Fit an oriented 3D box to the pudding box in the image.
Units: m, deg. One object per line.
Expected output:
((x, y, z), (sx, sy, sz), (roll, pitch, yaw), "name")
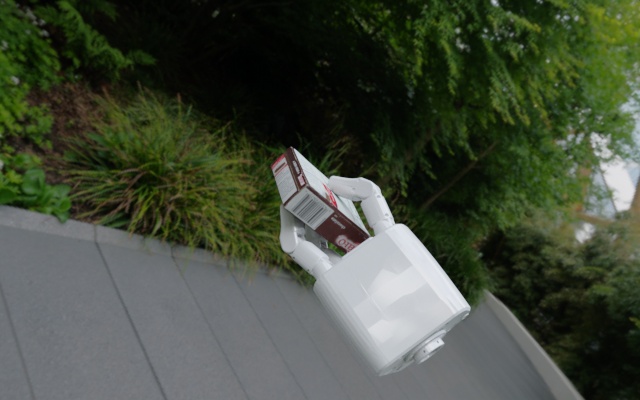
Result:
((0.000, 0.002, 0.539), (0.113, 0.039, 0.090), (41, 13, -33), "pudding box")
